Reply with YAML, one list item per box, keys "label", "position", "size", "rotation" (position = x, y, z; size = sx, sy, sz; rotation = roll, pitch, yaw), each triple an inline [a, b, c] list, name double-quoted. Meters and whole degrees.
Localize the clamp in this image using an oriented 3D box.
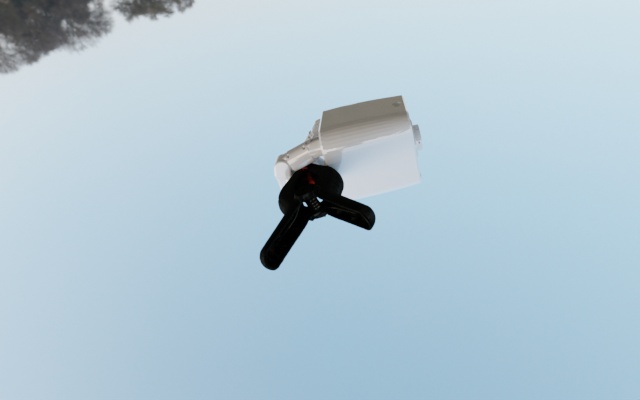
- label: "clamp"
  position: [0.000, 0.002, 0.519]
  size: [0.120, 0.039, 0.171]
  rotation: [-14, 33, 12]
